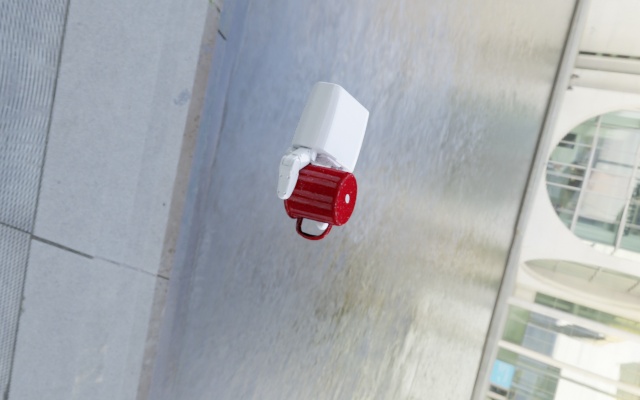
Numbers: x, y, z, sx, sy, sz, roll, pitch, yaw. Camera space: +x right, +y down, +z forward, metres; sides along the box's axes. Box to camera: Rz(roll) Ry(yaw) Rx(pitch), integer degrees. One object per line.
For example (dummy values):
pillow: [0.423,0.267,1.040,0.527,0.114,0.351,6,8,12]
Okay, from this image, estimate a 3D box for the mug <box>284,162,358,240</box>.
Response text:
mug: [0.000,0.004,0.710,0.081,0.117,0.093,13,-10,25]
